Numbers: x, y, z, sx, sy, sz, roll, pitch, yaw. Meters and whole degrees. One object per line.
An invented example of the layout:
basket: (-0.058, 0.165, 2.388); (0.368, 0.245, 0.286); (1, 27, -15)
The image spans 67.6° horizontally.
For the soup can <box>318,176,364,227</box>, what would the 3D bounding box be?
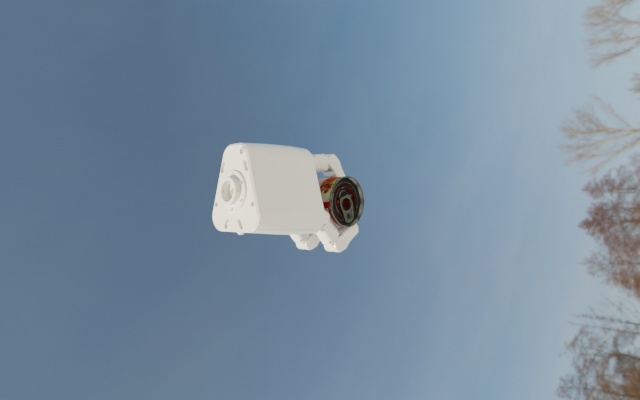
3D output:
soup can: (0.000, 0.002, 0.666); (0.102, 0.068, 0.068); (-1, -1, 44)
